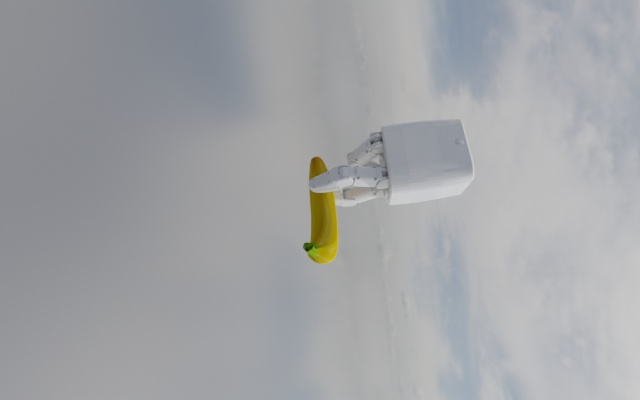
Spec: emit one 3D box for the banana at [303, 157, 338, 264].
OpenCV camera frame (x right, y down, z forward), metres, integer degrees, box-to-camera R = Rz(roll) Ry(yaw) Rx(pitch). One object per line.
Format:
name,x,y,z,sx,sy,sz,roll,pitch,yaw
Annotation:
banana,0.003,0.019,0.628,0.037,0.070,0.197,-6,36,5
